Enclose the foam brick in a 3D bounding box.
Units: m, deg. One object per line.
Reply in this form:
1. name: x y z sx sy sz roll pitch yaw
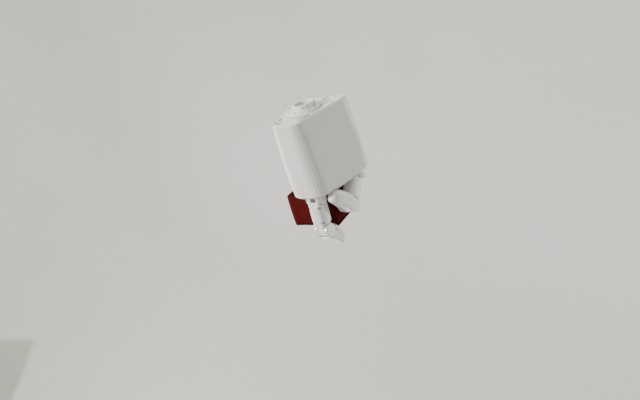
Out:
1. foam brick: 0.000 0.002 0.705 0.078 0.051 0.053 -1 30 35
